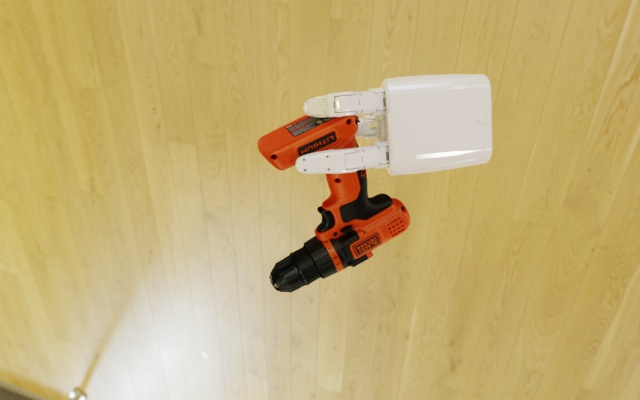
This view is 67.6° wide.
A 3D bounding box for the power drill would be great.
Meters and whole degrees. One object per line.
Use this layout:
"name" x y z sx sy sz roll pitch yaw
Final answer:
"power drill" 0.000 0.001 0.537 0.184 0.188 0.057 -29 33 -9
